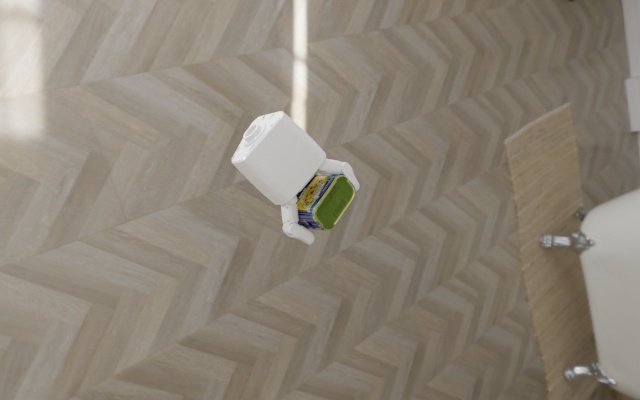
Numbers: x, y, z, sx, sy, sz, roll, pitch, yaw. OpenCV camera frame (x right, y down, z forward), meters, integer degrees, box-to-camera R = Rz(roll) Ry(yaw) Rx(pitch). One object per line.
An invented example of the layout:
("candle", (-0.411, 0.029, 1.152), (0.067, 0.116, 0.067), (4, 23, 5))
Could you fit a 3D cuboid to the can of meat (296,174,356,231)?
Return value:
("can of meat", (0.000, 0.003, 0.811), (0.084, 0.102, 0.057), (2, -40, 53))
